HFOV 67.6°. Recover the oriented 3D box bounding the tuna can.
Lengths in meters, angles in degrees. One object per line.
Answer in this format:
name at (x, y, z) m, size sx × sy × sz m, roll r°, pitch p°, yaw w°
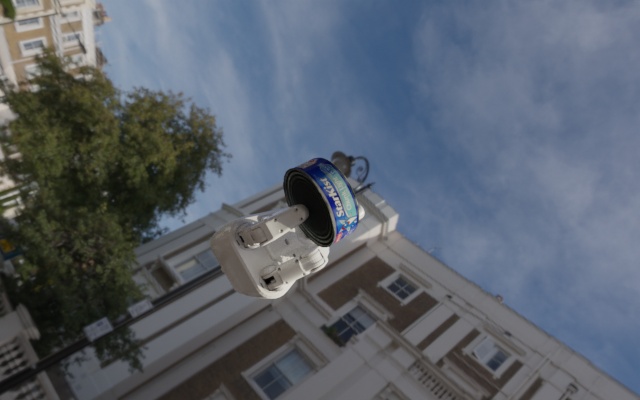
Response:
tuna can at (0.001, 0.001, 0.476) m, size 0.033 × 0.086 × 0.086 m, roll -27°, pitch 13°, yaw -26°
